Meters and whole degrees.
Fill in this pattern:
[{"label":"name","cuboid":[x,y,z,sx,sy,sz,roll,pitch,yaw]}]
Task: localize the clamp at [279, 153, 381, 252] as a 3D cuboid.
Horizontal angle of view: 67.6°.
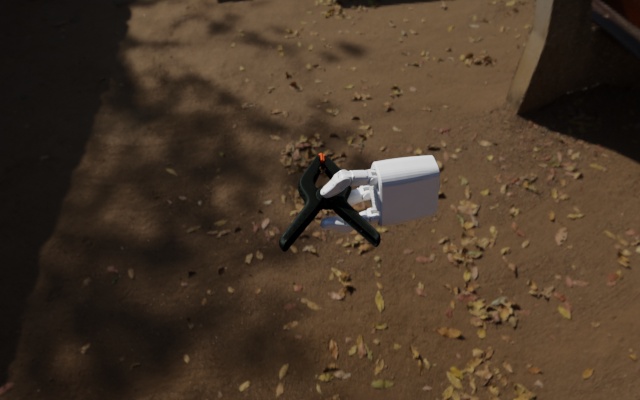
[{"label":"clamp","cuboid":[0.000,0.002,0.826,0.164,0.209,0.036,-7,-39,-8]}]
